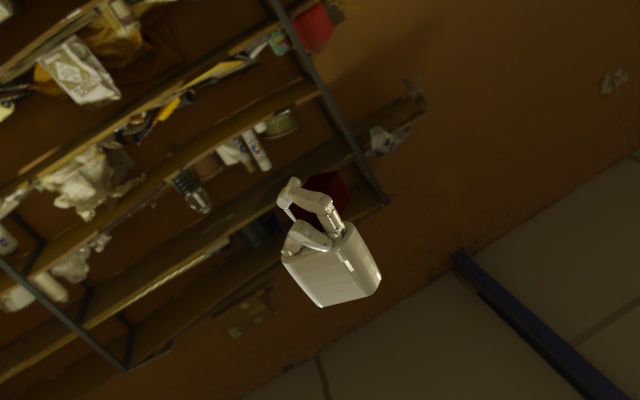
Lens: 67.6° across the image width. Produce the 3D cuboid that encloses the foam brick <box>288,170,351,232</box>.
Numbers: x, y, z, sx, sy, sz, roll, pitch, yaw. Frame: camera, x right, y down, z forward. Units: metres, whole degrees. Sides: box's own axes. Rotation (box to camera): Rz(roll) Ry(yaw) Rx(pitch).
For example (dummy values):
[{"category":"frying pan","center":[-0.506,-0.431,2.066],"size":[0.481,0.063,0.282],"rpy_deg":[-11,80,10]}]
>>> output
[{"category":"foam brick","center":[0.000,0.002,0.699],"size":[0.053,0.051,0.078],"rpy_deg":[-9,36,38]}]
